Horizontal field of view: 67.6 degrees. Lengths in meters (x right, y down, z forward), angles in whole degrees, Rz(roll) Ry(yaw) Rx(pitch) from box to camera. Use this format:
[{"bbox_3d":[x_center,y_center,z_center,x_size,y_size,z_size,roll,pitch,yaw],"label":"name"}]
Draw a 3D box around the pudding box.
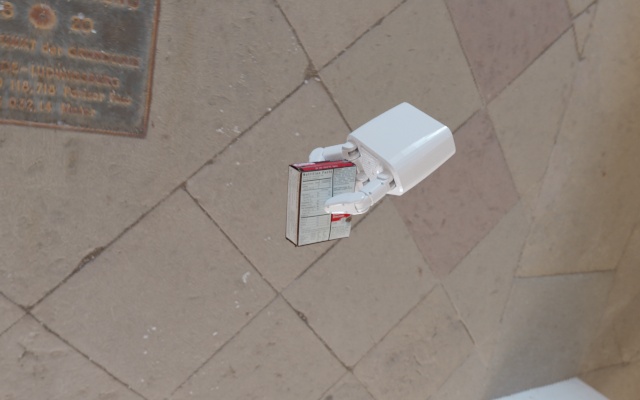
[{"bbox_3d":[0.000,0.002,0.658,0.090,0.113,0.039,-8,22,-29],"label":"pudding box"}]
